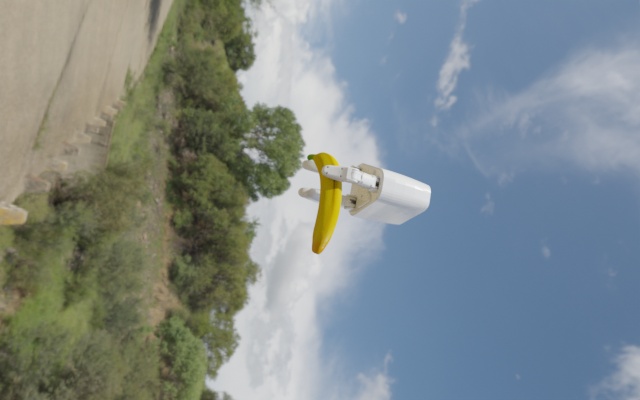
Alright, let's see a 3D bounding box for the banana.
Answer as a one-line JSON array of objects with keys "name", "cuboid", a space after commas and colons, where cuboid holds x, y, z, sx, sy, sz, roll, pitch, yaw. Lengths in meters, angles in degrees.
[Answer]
[{"name": "banana", "cuboid": [0.009, -0.009, 0.800, 0.037, 0.197, 0.070, 15, -35, -26]}]
